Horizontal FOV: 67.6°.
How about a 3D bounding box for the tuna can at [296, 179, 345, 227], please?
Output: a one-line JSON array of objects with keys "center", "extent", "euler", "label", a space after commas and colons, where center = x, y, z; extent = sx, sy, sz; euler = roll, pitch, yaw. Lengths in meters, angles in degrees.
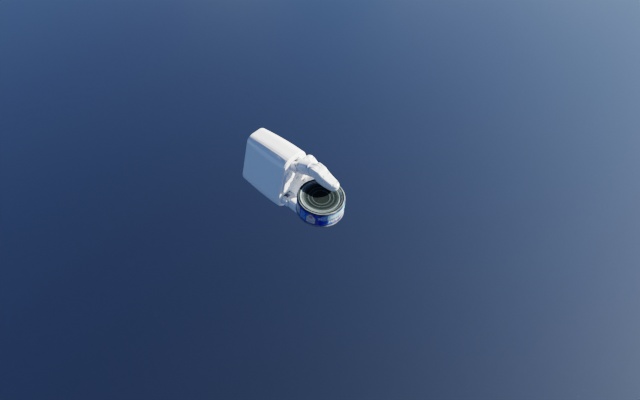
[{"center": [0.000, 0.002, 0.830], "extent": [0.086, 0.086, 0.034], "euler": [0, -40, -6], "label": "tuna can"}]
